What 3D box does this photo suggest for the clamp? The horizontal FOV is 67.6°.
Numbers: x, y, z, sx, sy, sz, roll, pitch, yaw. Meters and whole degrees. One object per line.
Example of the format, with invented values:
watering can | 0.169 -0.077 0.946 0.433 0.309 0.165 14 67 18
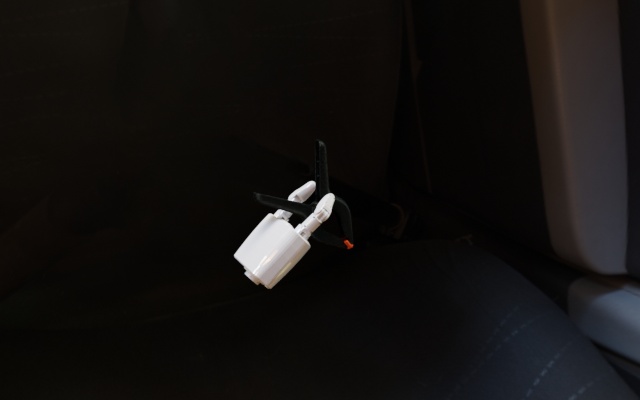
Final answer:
clamp | 0.001 0.004 0.894 0.210 0.164 0.036 45 -8 -19
